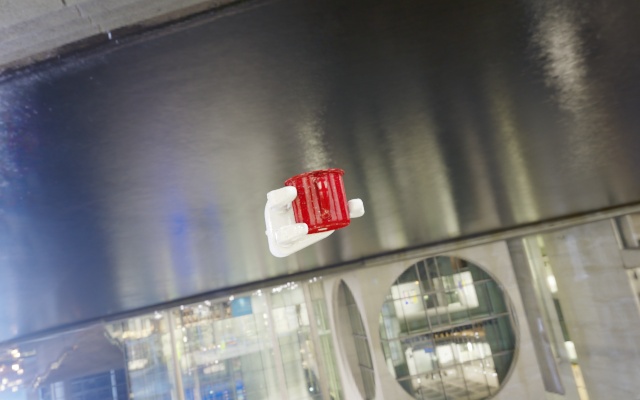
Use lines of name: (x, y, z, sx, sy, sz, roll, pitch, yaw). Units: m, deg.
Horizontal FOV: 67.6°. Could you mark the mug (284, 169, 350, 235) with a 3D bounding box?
mug: (0.000, 0.002, 0.705, 0.093, 0.081, 0.117, -10, -10, -11)
